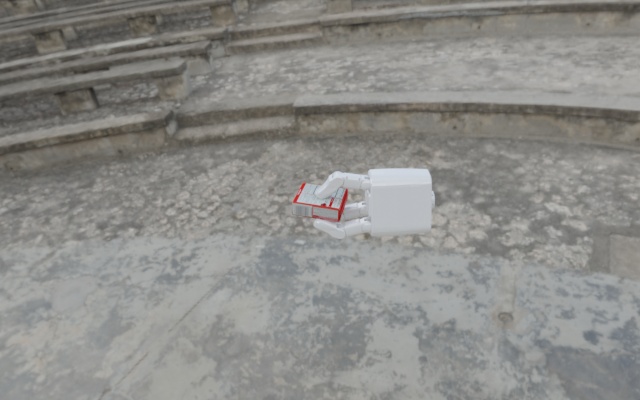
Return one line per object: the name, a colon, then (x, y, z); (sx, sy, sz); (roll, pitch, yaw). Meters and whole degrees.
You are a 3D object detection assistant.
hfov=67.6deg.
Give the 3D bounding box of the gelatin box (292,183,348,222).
gelatin box: (0.000, 0.002, 0.862); (0.089, 0.030, 0.073); (9, 33, 10)
